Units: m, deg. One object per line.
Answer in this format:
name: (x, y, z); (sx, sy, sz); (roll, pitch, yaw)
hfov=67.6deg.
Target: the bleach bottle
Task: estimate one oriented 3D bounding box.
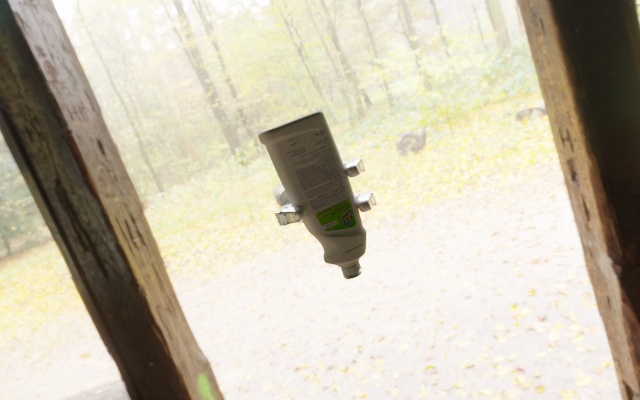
bleach bottle: (0.000, 0.002, 0.706); (0.102, 0.251, 0.068); (-22, 11, -11)
